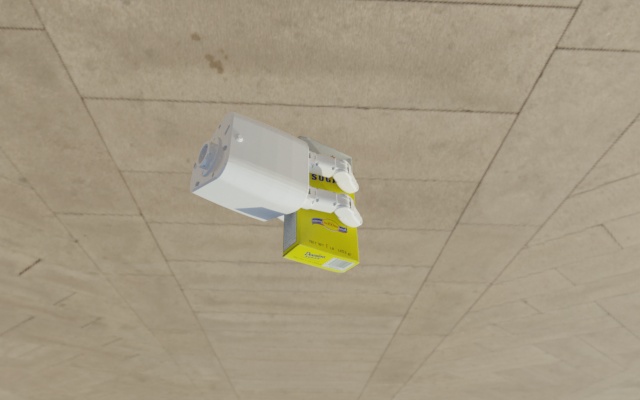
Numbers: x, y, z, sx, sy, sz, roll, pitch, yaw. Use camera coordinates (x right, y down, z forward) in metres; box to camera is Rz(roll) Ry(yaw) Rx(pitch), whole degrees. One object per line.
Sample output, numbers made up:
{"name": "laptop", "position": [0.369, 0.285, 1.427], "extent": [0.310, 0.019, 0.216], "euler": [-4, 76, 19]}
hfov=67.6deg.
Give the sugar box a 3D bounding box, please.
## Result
{"name": "sugar box", "position": [0.000, 0.002, 0.637], "extent": [0.093, 0.176, 0.048], "euler": [20, -38, -29]}
